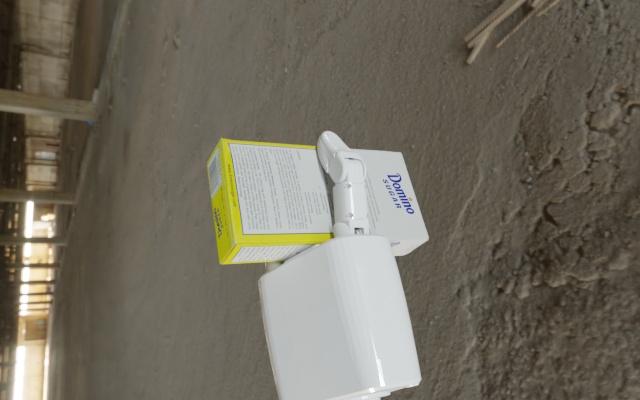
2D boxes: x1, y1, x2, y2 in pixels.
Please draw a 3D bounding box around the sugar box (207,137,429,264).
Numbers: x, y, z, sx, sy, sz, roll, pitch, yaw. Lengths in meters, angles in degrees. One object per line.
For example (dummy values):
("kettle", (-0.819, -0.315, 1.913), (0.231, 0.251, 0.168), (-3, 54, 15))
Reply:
("sugar box", (0.000, 0.002, 0.403), (0.176, 0.093, 0.048), (3, -29, -30))
